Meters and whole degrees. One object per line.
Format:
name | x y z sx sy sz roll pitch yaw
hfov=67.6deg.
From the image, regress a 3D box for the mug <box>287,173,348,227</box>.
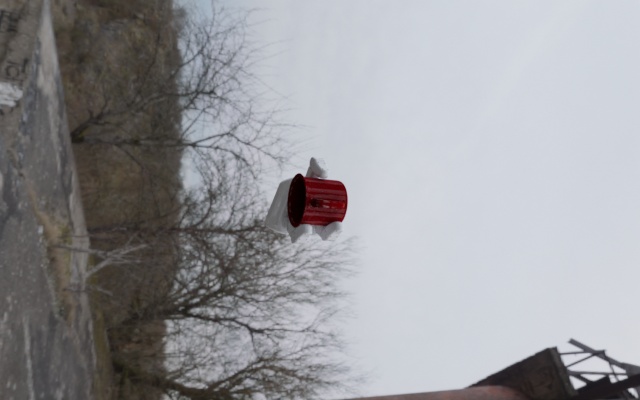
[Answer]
mug | 0.001 0.003 0.817 0.081 0.093 0.117 5 -1 -23
